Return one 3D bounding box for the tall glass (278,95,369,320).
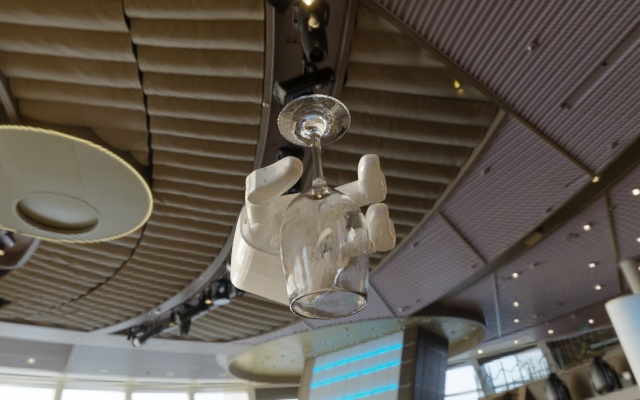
[{"bbox_3d":[0.000,0.001,0.433,0.079,0.201,0.079,-3,-34,-2],"label":"tall glass"}]
